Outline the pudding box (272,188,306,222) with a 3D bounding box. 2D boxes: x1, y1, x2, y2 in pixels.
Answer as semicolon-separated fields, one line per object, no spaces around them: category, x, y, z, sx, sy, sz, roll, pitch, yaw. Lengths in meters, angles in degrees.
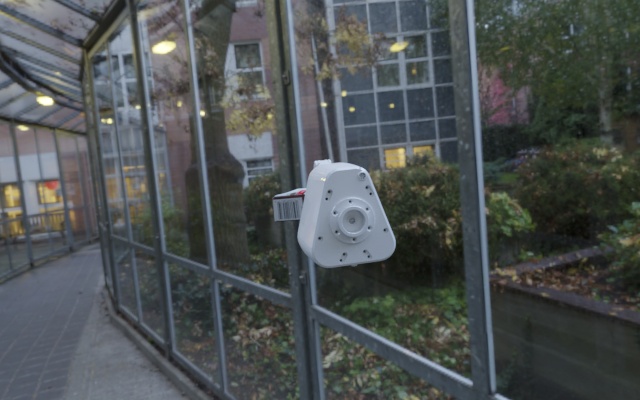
pudding box;0.000;0.002;0.679;0.113;0.039;0.090;-3;7;20
